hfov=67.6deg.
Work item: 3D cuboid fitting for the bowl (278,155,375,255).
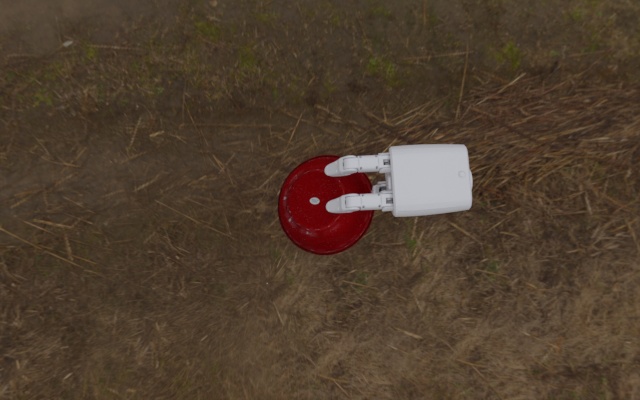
[{"bbox_3d":[-0.001,0.003,0.735,0.162,0.162,0.055,0,-8,17],"label":"bowl"}]
